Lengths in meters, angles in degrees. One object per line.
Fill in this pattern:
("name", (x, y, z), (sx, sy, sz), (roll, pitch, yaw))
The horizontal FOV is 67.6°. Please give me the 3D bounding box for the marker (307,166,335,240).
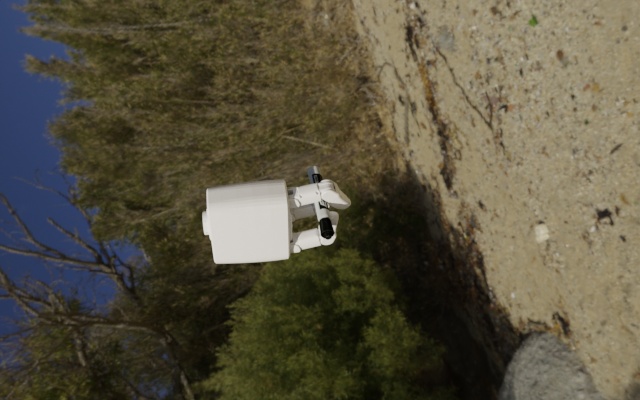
("marker", (0.000, 0.002, 0.653), (0.020, 0.121, 0.020), (-7, -38, -6))
